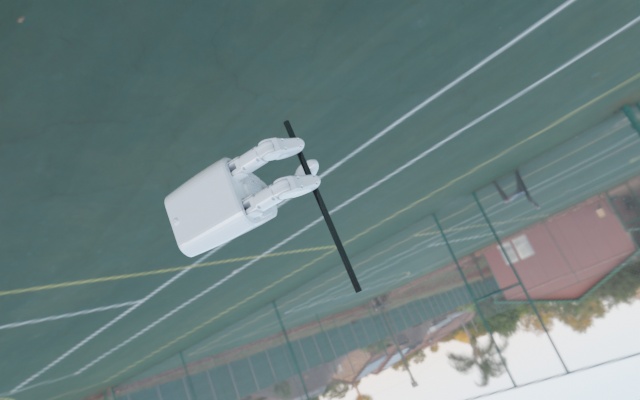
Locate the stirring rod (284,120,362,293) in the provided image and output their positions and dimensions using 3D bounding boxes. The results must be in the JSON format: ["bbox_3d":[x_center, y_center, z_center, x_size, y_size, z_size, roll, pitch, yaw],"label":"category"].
[{"bbox_3d":[0.000,0.002,0.599,0.011,0.239,0.011,-21,-16,-7],"label":"stirring rod"}]
